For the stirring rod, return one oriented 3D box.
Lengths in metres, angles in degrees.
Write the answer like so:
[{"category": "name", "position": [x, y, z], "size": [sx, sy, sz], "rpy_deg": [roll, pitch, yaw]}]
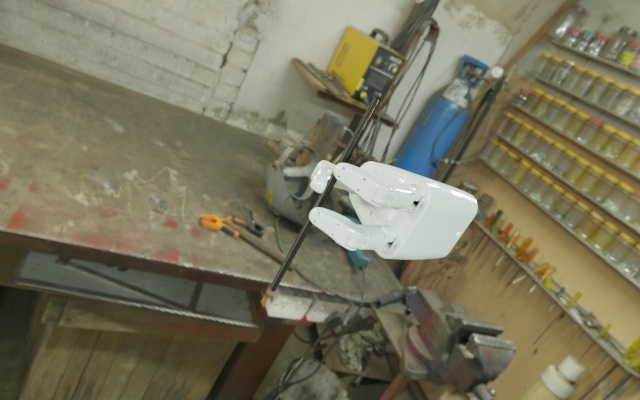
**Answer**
[{"category": "stirring rod", "position": [0.000, 0.002, 0.494], "size": [0.011, 0.240, 0.011], "rpy_deg": [25, 22, -11]}]
